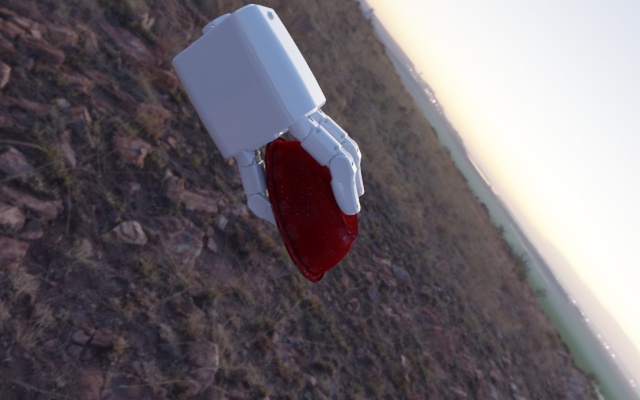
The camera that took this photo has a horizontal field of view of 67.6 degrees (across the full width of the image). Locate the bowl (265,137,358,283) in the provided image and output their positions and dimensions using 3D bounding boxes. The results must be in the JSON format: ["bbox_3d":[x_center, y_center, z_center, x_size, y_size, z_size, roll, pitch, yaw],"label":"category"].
[{"bbox_3d":[0.001,0.003,0.505,0.055,0.162,0.162,-16,-4,14],"label":"bowl"}]
